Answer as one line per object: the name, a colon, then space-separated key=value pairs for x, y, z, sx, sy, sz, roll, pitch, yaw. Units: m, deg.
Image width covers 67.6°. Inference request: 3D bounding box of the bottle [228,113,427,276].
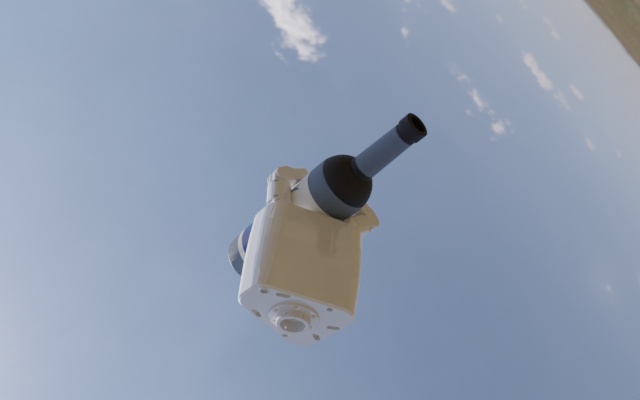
bottle: x=0.000 y=0.002 z=0.541 sx=0.069 sy=0.069 sz=0.296 roll=0 pitch=-30 yaw=-47
